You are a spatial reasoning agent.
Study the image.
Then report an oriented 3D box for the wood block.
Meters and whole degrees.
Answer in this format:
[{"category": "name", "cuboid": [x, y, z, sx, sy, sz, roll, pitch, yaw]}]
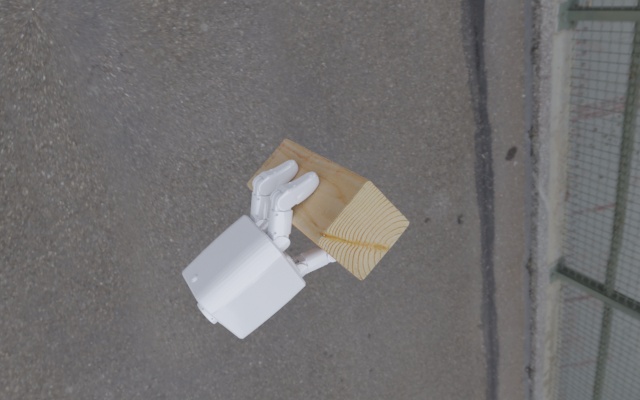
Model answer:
[{"category": "wood block", "cuboid": [0.000, 0.003, 0.606, 0.091, 0.090, 0.206, 43, -5, -35]}]
